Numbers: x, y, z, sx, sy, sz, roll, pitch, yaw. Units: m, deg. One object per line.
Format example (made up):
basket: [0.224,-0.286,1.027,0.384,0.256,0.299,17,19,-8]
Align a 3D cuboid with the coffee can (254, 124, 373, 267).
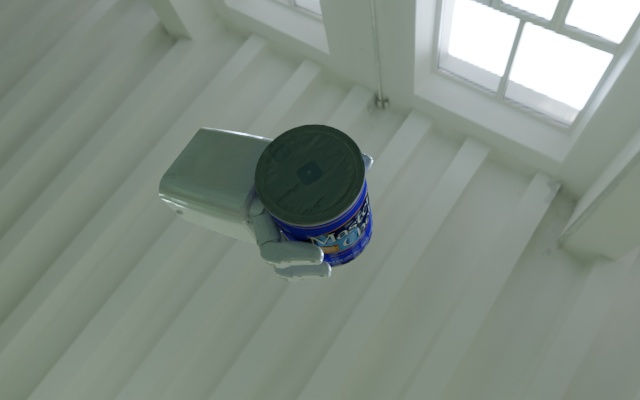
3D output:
coffee can: [0.000,0.002,0.497,0.103,0.102,0.140,0,-24,10]
